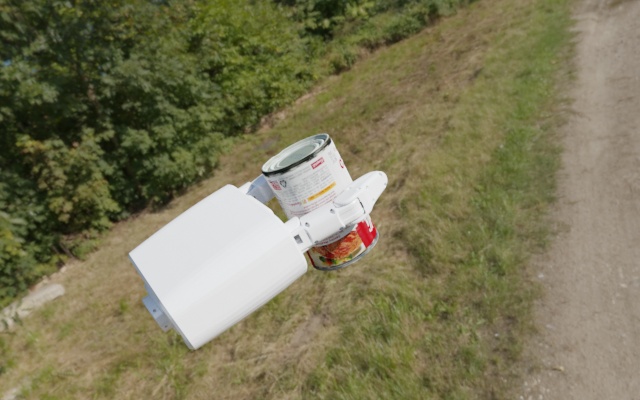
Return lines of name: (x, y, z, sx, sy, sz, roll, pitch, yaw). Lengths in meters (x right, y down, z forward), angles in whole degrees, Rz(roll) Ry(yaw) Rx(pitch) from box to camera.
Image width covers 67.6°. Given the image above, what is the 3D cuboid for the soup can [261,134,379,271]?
soup can: (0.000, 0.001, 0.422, 0.068, 0.102, 0.068, -24, 20, 9)
